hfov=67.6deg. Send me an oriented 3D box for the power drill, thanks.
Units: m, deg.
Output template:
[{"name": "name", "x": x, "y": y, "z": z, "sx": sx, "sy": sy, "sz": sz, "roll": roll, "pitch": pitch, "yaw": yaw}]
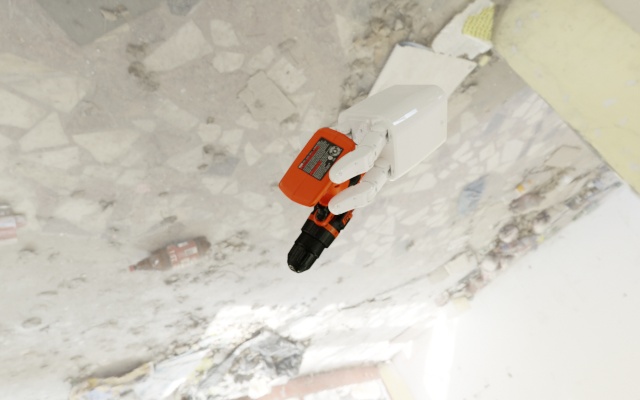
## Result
[{"name": "power drill", "x": 0.000, "y": 0.002, "z": 0.643, "sx": 0.057, "sy": 0.184, "sz": 0.188, "roll": 29, "pitch": -14, "yaw": 17}]
